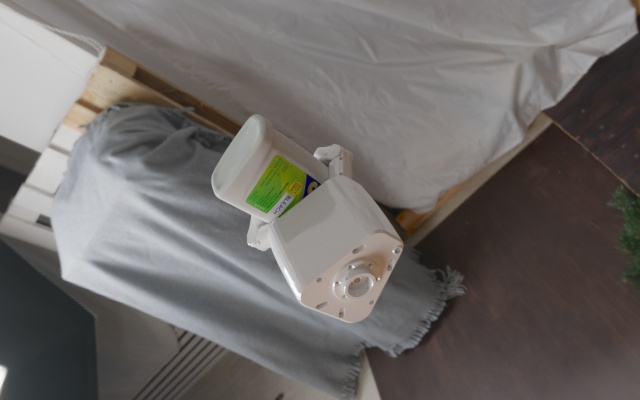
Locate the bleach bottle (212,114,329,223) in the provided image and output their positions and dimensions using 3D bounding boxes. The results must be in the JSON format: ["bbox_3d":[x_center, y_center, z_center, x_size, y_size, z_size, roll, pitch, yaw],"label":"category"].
[{"bbox_3d":[0.000,0.002,0.580,0.251,0.102,0.068,29,16,-33],"label":"bleach bottle"}]
